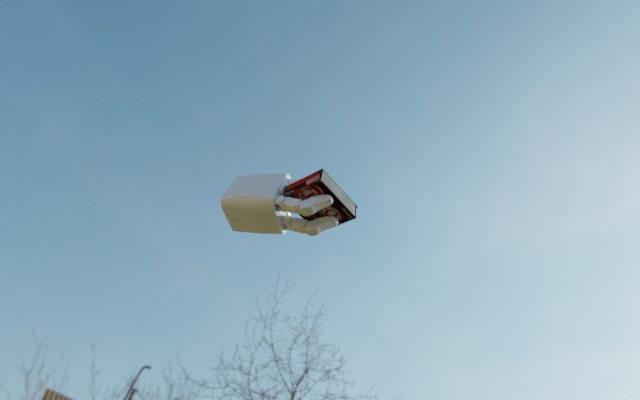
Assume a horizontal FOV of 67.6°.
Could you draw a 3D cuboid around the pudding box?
[{"bbox_3d":[0.000,0.003,0.881,0.090,0.039,0.113,-24,-52,32],"label":"pudding box"}]
